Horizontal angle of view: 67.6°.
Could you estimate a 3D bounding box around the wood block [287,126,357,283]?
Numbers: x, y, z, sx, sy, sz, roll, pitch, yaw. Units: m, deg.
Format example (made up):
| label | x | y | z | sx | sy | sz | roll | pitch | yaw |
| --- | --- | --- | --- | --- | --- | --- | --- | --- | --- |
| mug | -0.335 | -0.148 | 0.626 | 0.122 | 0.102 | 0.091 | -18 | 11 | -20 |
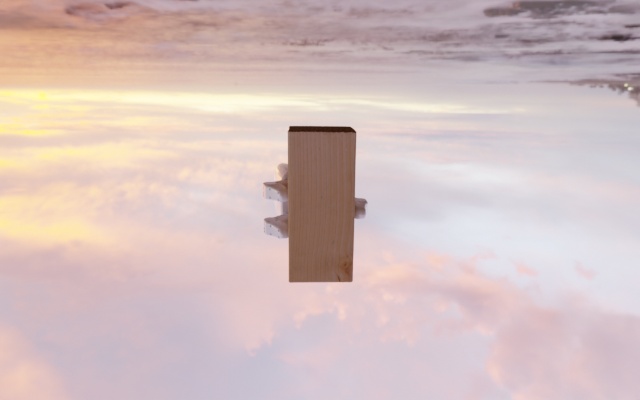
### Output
| label | x | y | z | sx | sy | sz | roll | pitch | yaw |
| --- | --- | --- | --- | --- | --- | --- | --- | --- | --- |
| wood block | 0.000 | 0.002 | 0.671 | 0.091 | 0.206 | 0.090 | 0 | 14 | -2 |
